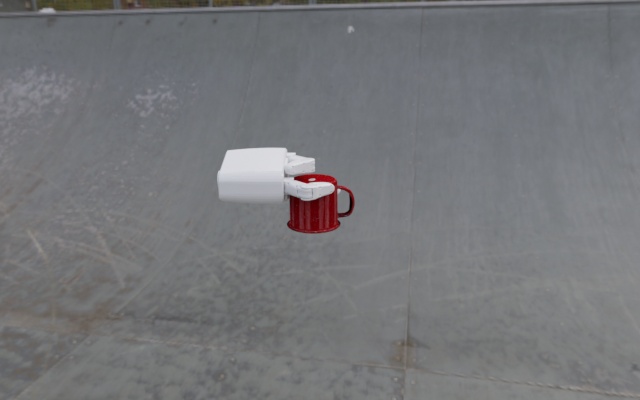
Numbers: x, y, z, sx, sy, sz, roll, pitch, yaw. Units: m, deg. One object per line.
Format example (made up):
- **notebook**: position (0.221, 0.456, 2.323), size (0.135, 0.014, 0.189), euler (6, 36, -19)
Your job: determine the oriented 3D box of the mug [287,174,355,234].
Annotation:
- **mug**: position (0.002, 0.002, 0.814), size (0.117, 0.081, 0.093), euler (-1, 17, -1)
